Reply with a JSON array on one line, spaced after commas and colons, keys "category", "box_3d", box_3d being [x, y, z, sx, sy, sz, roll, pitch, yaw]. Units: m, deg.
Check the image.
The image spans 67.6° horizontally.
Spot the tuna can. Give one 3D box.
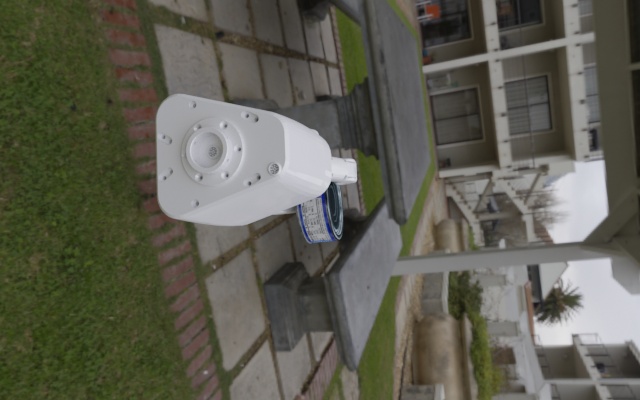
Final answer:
[{"category": "tuna can", "box_3d": [0.001, 0.002, 0.506, 0.034, 0.086, 0.086, -6, -1, 12]}]
